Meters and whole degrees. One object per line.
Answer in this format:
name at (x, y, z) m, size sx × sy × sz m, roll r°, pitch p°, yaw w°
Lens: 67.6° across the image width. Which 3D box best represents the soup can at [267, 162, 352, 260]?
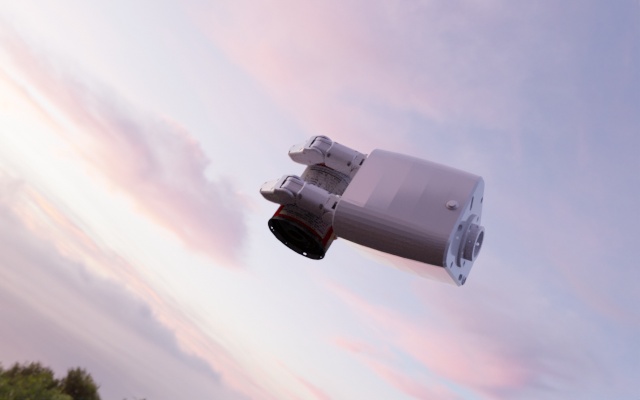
soup can at (0.000, 0.001, 0.502) m, size 0.068 × 0.102 × 0.068 m, roll 27°, pitch -26°, yaw 14°
